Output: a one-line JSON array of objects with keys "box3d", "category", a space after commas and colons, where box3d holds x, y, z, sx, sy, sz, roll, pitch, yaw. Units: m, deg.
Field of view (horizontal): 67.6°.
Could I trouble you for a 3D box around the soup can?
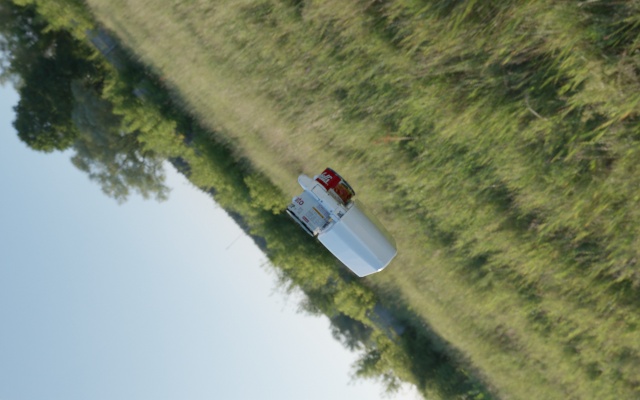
[{"box3d": [0.000, 0.003, 0.813, 0.068, 0.102, 0.068, 44, -6, 6], "category": "soup can"}]
